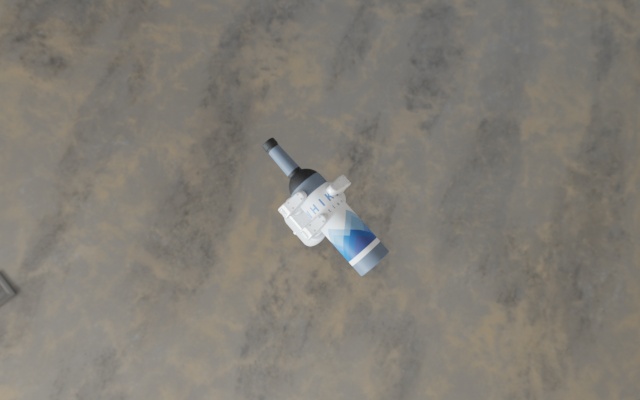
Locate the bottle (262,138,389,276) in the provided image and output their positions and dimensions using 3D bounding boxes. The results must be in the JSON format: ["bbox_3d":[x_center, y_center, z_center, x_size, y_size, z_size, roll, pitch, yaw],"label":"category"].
[{"bbox_3d":[0.000,0.003,0.862,0.069,0.295,0.069,-41,-6,-5],"label":"bottle"}]
